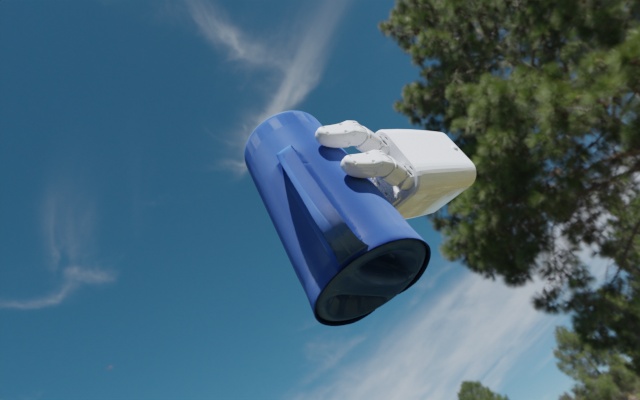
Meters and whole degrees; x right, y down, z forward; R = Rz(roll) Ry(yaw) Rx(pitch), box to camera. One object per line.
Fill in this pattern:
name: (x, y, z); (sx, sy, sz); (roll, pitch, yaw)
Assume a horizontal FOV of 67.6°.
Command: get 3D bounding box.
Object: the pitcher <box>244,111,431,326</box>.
pitcher: (0.000, 0.002, 0.532); (0.145, 0.149, 0.242); (-5, 46, -33)
